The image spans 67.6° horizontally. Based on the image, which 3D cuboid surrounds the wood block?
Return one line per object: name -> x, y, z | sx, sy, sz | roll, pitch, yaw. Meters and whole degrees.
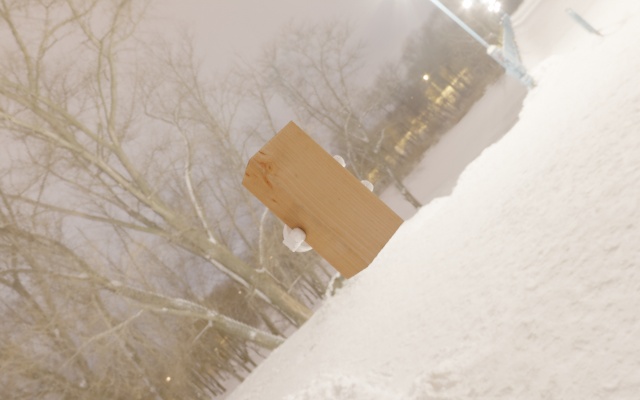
wood block -> 0.000, 0.002, 0.667 | 0.206, 0.090, 0.090 | 41, -26, 2
